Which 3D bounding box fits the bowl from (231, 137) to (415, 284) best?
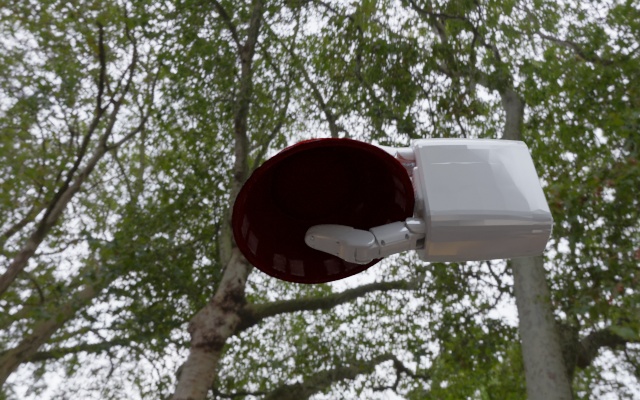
[{"bbox_3d":[-0.001,0.001,0.434,0.162,0.162,0.055,0,37,-13],"label":"bowl"}]
